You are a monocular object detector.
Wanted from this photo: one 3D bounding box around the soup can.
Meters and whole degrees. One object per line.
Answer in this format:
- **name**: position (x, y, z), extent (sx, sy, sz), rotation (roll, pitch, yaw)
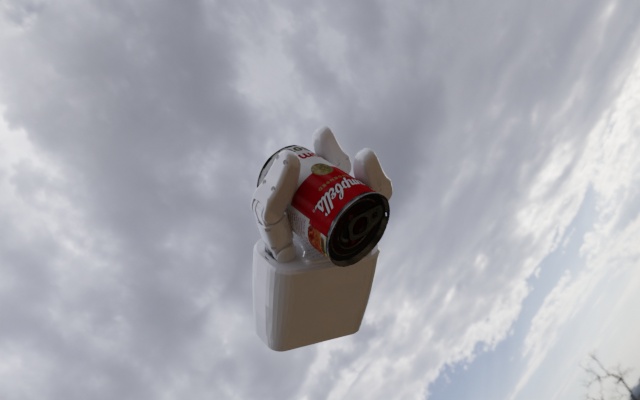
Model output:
- **soup can**: position (0.000, 0.001, 0.412), extent (0.068, 0.068, 0.102), rotation (0, 27, -45)
